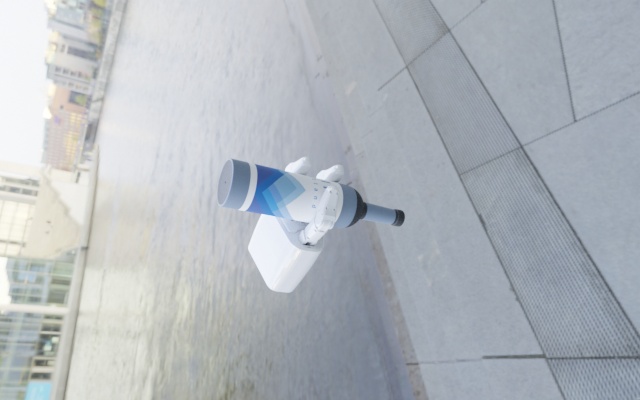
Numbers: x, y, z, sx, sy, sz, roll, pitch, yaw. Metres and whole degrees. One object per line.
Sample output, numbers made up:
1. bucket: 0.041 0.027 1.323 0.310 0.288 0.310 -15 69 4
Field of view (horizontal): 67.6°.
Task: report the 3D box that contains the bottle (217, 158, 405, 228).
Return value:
1. bottle: 0.000 0.002 0.707 0.296 0.069 0.069 12 -5 -27
